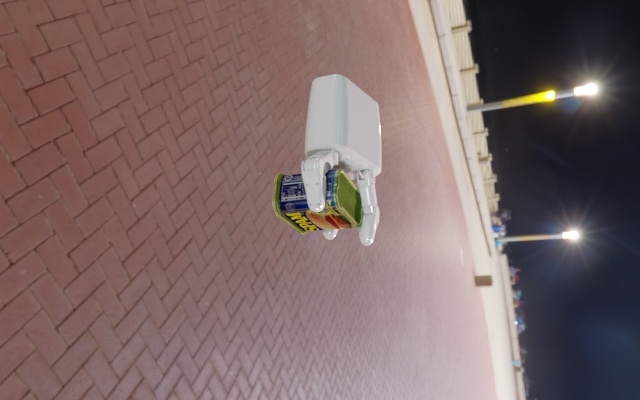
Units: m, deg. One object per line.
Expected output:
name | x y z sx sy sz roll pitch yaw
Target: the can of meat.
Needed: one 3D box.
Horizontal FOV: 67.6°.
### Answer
can of meat | 0.000 0.002 0.605 0.084 0.057 0.102 -6 -24 22
